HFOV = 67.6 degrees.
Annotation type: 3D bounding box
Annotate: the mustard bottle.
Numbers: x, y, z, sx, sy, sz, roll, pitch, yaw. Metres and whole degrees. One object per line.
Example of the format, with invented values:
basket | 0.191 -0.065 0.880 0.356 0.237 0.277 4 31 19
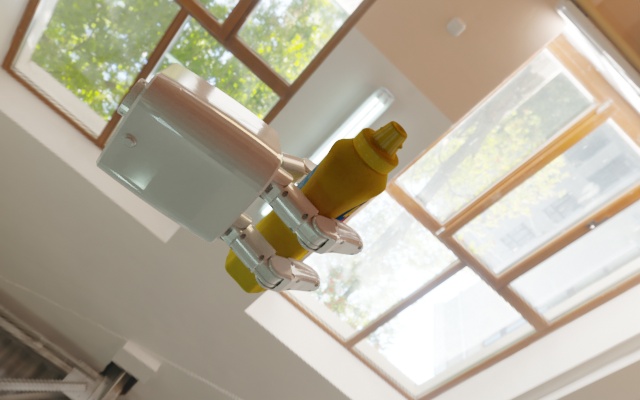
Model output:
mustard bottle | 0.000 0.002 0.417 0.192 0.058 0.096 -44 -4 28
